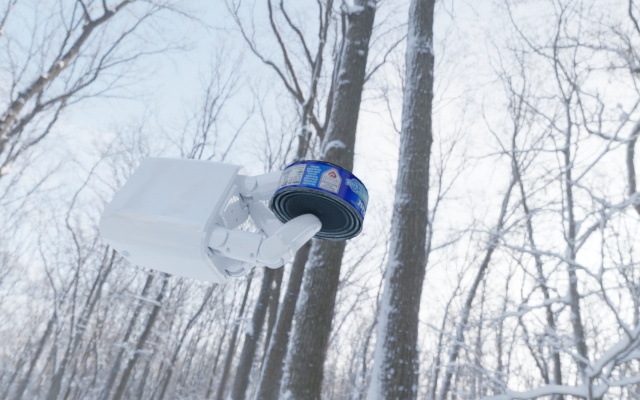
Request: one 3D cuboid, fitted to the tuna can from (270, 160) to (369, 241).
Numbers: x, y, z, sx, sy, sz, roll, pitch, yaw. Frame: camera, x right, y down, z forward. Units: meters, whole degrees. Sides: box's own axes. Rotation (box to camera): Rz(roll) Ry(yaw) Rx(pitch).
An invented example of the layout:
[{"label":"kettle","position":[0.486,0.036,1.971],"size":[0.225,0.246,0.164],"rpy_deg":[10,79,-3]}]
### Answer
[{"label":"tuna can","position":[0.000,0.001,0.433],"size":[0.086,0.033,0.086],"rpy_deg":[13,-30,8]}]
